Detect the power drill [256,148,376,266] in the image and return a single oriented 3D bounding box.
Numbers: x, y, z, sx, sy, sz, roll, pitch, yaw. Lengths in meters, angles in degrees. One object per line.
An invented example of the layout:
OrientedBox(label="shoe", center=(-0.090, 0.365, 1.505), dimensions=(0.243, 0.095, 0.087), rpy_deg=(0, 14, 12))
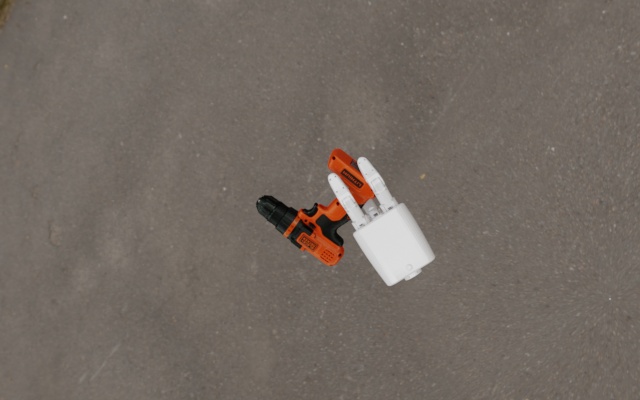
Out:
OrientedBox(label="power drill", center=(0.001, 0.003, 0.839), dimensions=(0.184, 0.188, 0.057), rpy_deg=(36, 24, -5))
